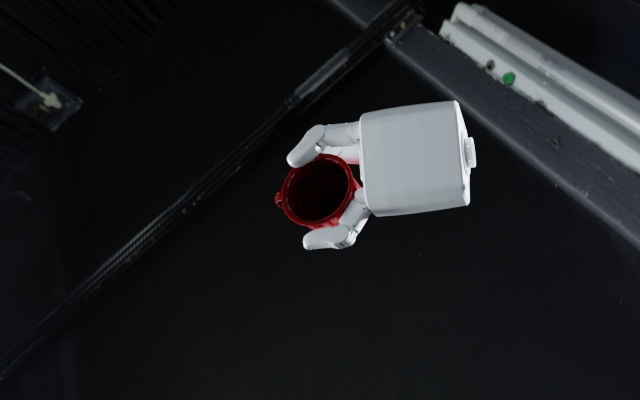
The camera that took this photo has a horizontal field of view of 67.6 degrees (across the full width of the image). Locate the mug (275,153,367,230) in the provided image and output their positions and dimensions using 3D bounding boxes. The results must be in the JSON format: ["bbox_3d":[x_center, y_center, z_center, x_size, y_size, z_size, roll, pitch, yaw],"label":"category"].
[{"bbox_3d":[-0.001,0.002,0.596,0.117,0.093,0.081,-5,-24,25],"label":"mug"}]
